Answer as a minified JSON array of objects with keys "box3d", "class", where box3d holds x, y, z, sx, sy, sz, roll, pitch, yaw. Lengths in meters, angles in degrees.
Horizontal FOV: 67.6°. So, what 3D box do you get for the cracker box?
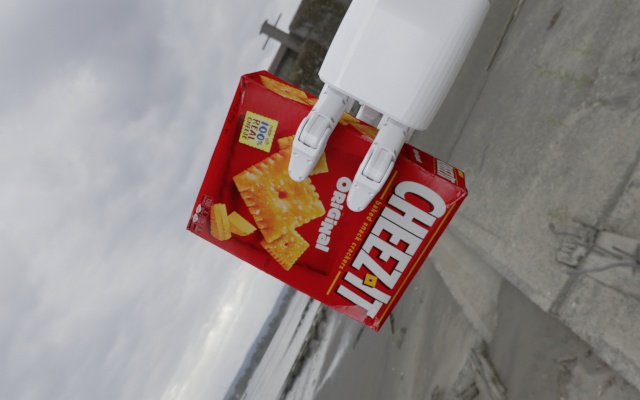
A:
[{"box3d":[0.000,0.001,0.447,0.213,0.164,0.072,28,23,2],"class":"cracker box"}]
